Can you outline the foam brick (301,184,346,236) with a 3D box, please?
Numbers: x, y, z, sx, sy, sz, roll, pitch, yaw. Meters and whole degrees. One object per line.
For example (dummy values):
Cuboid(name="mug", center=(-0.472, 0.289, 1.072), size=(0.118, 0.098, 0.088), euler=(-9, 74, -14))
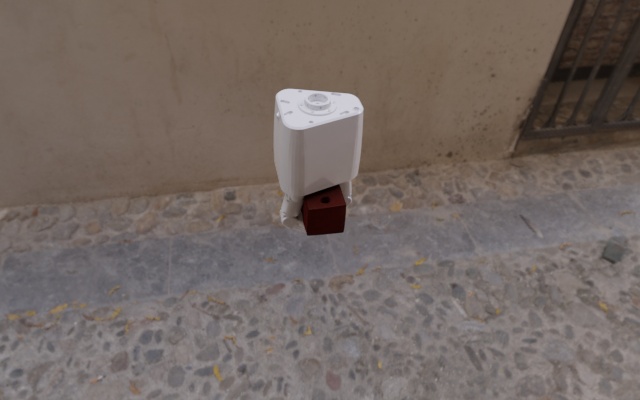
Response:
Cuboid(name="foam brick", center=(0.000, 0.002, 0.655), size=(0.053, 0.051, 0.078), euler=(-6, 44, -11))
